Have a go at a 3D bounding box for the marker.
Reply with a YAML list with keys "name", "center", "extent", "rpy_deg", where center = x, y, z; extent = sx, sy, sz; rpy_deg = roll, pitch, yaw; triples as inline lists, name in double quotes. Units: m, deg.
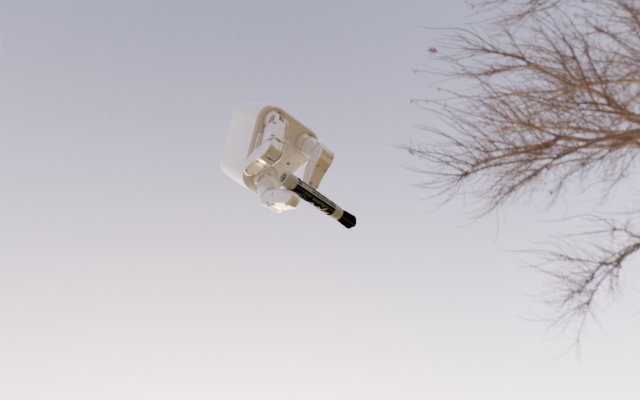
- name: "marker"
  center: [0.000, 0.002, 0.573]
  extent: [0.121, 0.020, 0.020]
  rpy_deg: [33, -20, -33]
